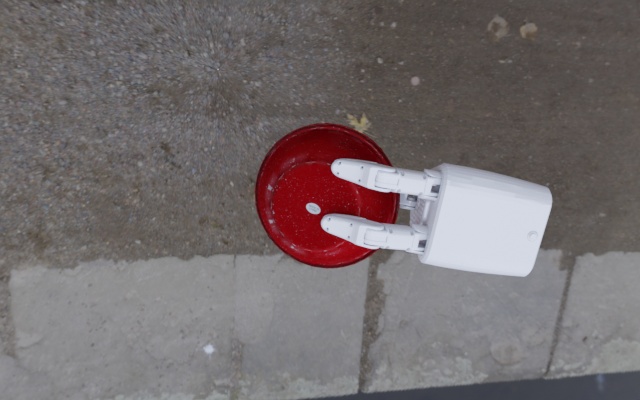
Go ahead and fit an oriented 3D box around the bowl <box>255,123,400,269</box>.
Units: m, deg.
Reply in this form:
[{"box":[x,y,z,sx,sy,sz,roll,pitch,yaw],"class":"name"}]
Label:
[{"box":[-0.001,0.002,0.498,0.162,0.162,0.055,0,11,12],"class":"bowl"}]
